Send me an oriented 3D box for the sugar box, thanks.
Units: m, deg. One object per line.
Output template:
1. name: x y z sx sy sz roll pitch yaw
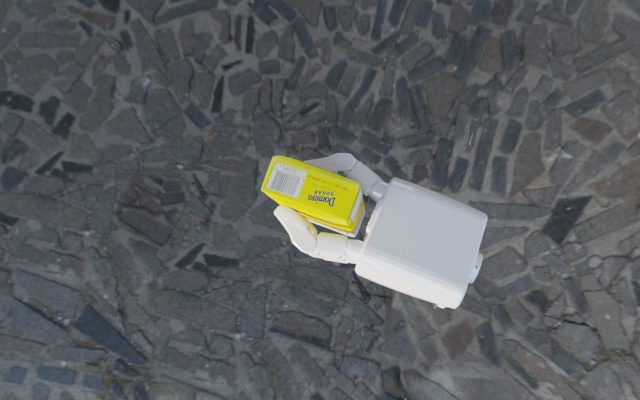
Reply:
1. sugar box: 0.000 0.002 0.541 0.093 0.048 0.176 20 -9 10
